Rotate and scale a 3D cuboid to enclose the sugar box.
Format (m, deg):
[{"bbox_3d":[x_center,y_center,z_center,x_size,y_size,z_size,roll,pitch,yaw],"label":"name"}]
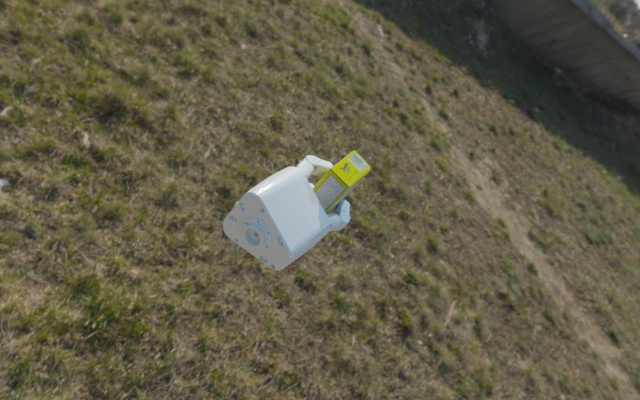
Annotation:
[{"bbox_3d":[0.000,0.002,0.770,0.176,0.048,0.093,-45,-3,36],"label":"sugar box"}]
